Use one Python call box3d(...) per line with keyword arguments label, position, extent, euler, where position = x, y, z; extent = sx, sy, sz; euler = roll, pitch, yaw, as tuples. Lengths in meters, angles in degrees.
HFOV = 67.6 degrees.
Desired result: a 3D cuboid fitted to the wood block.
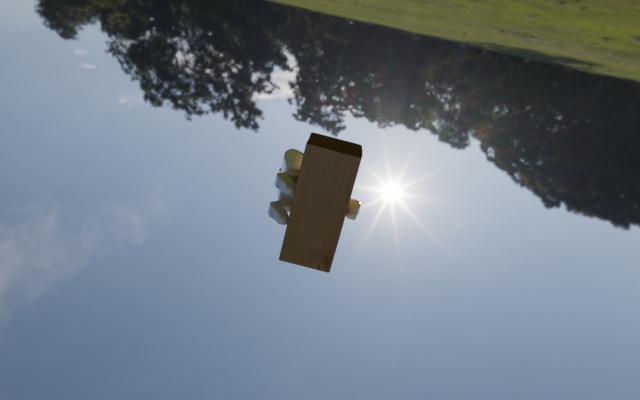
box3d(label="wood block", position=(0.000, 0.003, 0.802), extent=(0.091, 0.206, 0.090), euler=(14, 20, 0))
